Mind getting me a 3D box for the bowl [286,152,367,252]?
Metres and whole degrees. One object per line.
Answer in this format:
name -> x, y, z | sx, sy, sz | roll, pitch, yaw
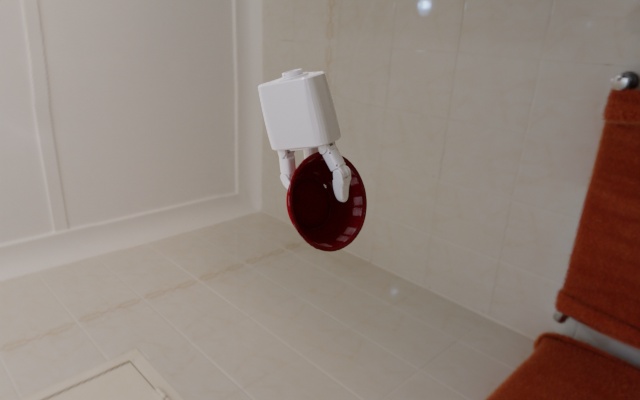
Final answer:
bowl -> 0.000, 0.004, 0.785 | 0.162, 0.162, 0.055 | 0, -4, -38
